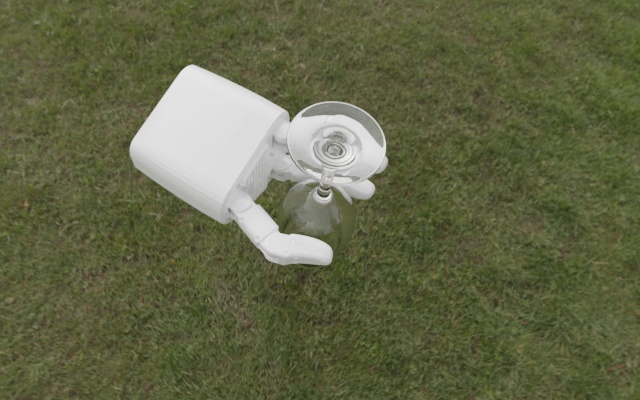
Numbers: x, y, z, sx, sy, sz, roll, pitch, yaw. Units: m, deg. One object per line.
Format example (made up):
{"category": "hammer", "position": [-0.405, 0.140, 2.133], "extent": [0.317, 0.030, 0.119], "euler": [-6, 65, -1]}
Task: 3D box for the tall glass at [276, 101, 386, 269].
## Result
{"category": "tall glass", "position": [0.000, 0.001, 0.437], "extent": [0.079, 0.079, 0.201], "euler": [0, -27, -7]}
